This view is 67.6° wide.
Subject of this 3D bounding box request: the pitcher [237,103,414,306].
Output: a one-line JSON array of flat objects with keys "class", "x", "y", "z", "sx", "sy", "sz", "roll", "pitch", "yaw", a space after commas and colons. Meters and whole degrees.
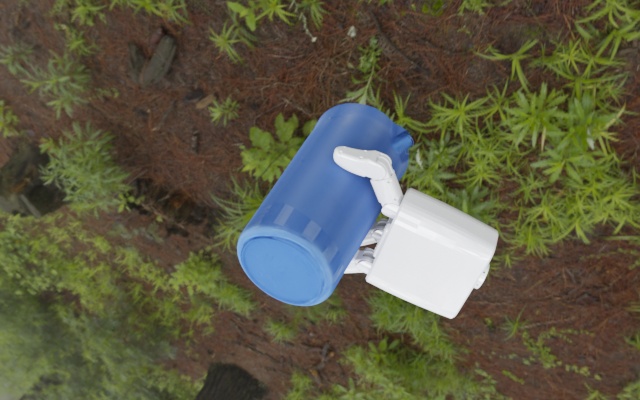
[{"class": "pitcher", "x": 0.000, "y": 0.002, "z": 0.557, "sx": 0.145, "sy": 0.149, "sz": 0.242, "roll": 25, "pitch": 44, "yaw": 9}]
